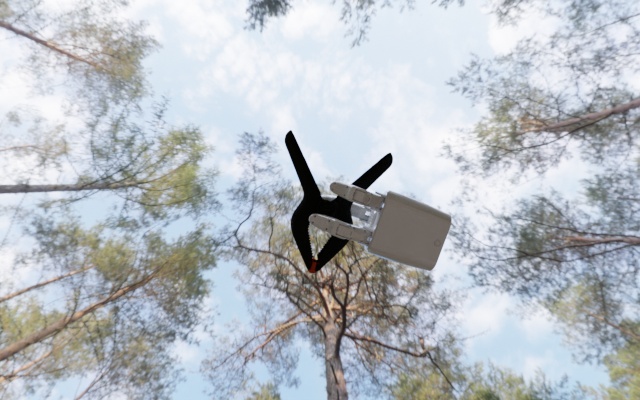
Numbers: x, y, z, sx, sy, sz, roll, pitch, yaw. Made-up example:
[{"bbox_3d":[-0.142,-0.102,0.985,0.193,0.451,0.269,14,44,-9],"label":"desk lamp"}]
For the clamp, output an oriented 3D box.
[{"bbox_3d":[0.000,0.003,0.719,0.164,0.210,0.036,19,4,-3],"label":"clamp"}]
